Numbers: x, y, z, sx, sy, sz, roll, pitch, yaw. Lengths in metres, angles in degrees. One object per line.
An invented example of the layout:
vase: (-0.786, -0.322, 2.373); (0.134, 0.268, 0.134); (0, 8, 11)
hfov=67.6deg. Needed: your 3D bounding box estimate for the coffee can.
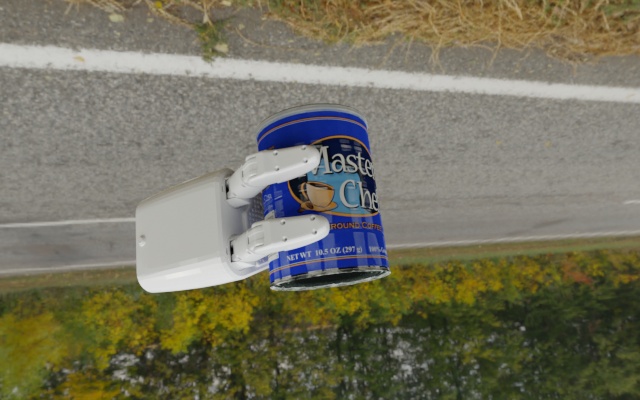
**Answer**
coffee can: (0.000, 0.001, 0.419); (0.103, 0.140, 0.103); (-7, -16, -2)
